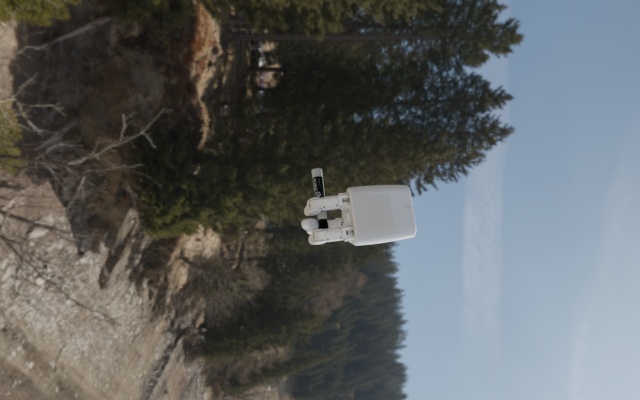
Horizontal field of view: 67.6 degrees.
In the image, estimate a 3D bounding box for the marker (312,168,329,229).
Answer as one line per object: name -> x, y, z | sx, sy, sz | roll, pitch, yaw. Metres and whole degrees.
marker -> 0.000, 0.003, 0.846 | 0.020, 0.121, 0.020 | -6, -13, -2
